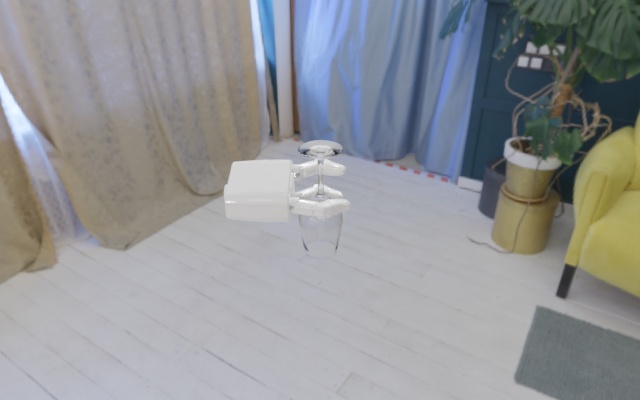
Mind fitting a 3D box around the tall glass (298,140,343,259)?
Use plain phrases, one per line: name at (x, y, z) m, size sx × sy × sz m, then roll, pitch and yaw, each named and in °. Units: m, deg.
tall glass at (0.000, 0.002, 0.826) m, size 0.079 × 0.201 × 0.079 m, roll 0°, pitch 29°, yaw 0°
